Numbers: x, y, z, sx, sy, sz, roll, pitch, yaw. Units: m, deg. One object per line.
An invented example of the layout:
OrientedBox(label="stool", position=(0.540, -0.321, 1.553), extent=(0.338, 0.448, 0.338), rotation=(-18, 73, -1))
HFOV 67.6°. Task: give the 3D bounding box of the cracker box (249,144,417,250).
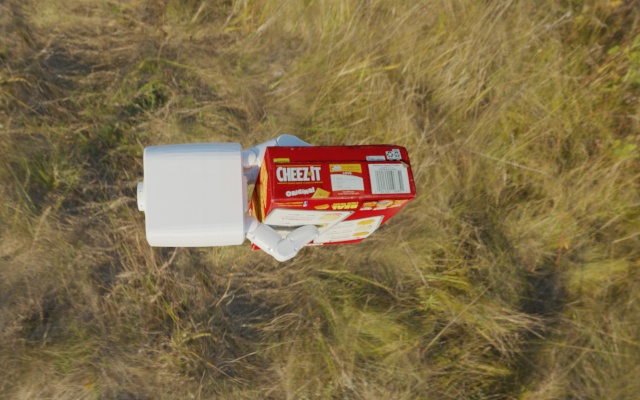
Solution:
OrientedBox(label="cracker box", position=(0.000, 0.002, 0.605), extent=(0.164, 0.072, 0.214), rotation=(-2, -18, -15))
